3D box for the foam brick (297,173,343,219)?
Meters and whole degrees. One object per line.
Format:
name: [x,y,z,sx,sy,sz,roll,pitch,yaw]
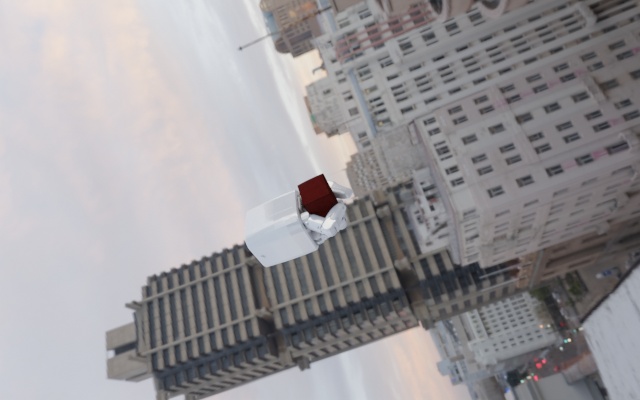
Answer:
foam brick: [0.000,0.002,0.839,0.051,0.053,0.078,-23,-43,6]
